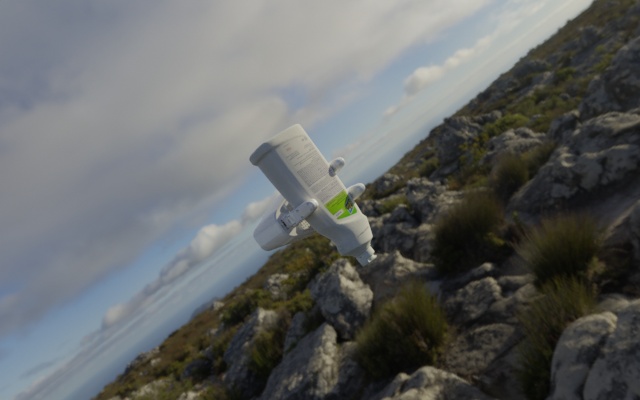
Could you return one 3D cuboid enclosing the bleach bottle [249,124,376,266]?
[{"bbox_3d":[0.000,0.002,0.771,0.102,0.251,0.068,-38,2,-38],"label":"bleach bottle"}]
